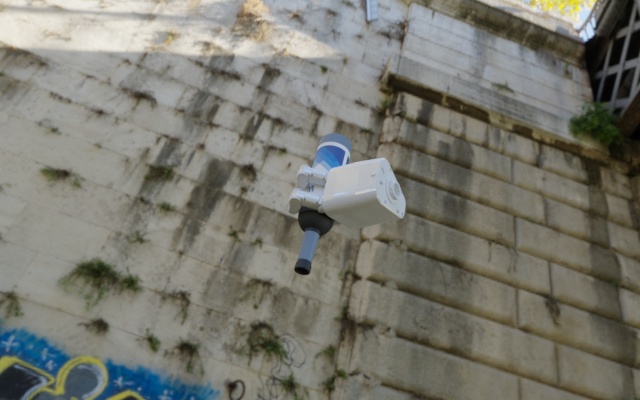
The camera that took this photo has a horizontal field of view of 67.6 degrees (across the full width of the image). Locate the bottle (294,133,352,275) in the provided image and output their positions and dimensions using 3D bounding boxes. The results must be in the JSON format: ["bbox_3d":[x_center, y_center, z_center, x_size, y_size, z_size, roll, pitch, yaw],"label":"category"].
[{"bbox_3d":[0.000,0.003,0.879,0.069,0.295,0.069,10,-36,7],"label":"bottle"}]
